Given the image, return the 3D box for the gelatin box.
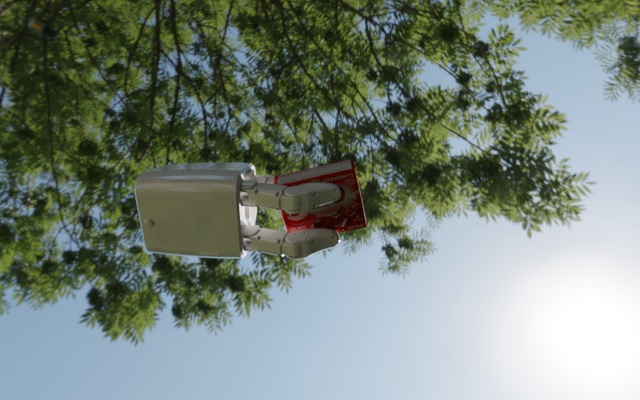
[{"bbox_3d":[0.000,0.001,0.519,0.089,0.073,0.030,-12,27,4],"label":"gelatin box"}]
